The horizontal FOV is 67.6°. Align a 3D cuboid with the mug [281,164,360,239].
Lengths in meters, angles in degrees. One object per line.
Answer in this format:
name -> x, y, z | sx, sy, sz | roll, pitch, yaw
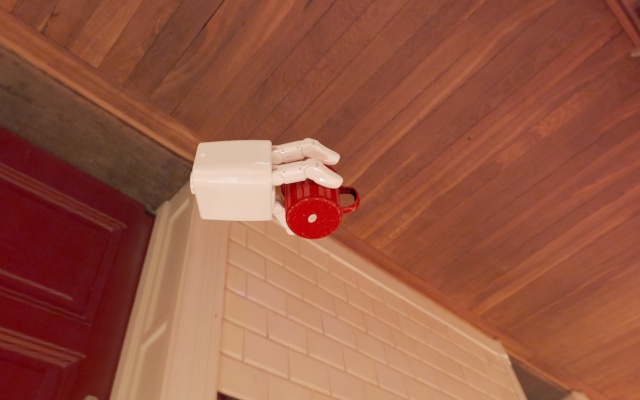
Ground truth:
mug -> 0.002, 0.002, 0.704 | 0.117, 0.093, 0.081 | -2, 39, -4
